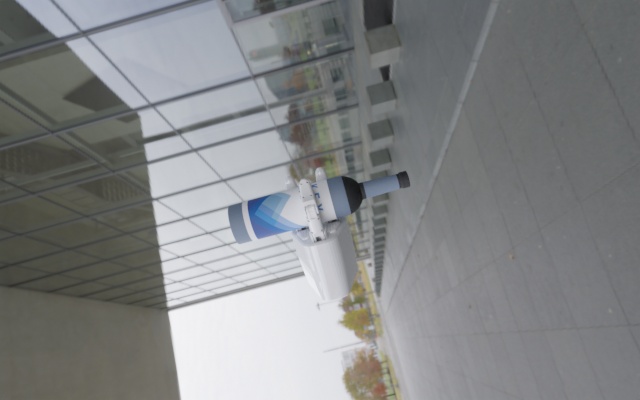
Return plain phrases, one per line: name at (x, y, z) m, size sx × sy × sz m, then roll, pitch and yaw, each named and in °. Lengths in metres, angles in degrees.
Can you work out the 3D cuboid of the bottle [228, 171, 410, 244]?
bottle at (0.000, 0.003, 0.782) m, size 0.296 × 0.069 × 0.069 m, roll -15°, pitch -1°, yaw 2°
